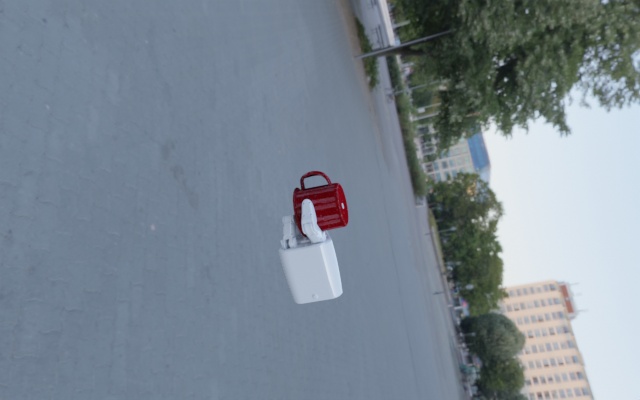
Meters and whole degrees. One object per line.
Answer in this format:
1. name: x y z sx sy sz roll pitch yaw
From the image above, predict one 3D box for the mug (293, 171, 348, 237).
1. mug: 0.000 0.001 0.864 0.081 0.117 0.093 -11 12 13
